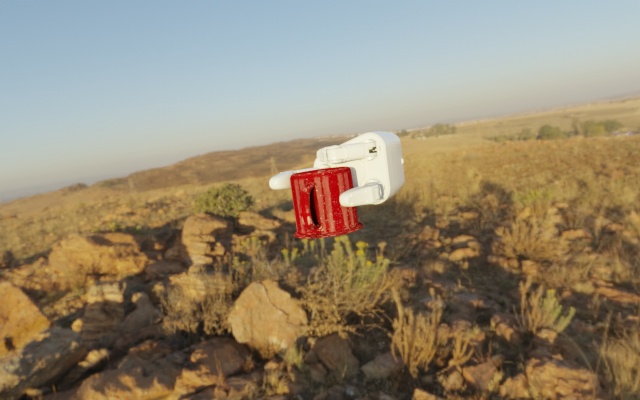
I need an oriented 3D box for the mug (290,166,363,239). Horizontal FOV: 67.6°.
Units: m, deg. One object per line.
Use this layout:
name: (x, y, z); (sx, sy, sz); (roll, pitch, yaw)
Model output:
mug: (-0.001, 0.002, 0.616); (0.093, 0.081, 0.117); (-5, 7, 24)
